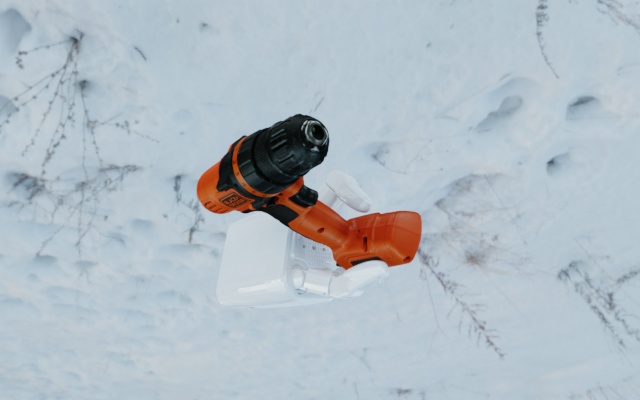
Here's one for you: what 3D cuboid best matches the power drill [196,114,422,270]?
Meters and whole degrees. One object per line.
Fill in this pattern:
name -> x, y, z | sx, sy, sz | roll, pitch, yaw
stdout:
power drill -> 0.000, 0.002, 0.427 | 0.188, 0.057, 0.184 | 30, -26, -26
